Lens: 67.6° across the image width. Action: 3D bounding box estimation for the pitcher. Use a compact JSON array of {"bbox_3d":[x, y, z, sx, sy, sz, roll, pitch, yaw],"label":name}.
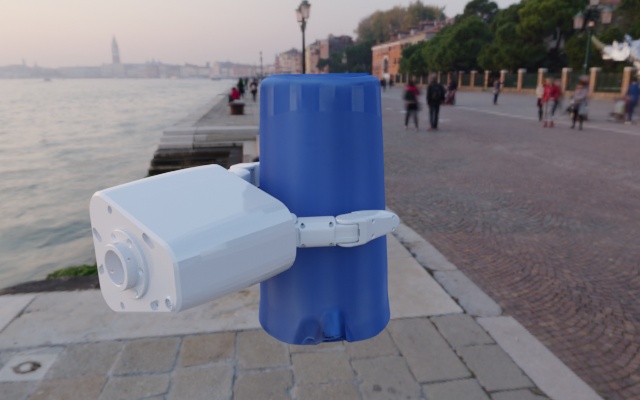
[{"bbox_3d":[0.000,0.002,0.467,0.149,0.243,0.145,12,19,39],"label":"pitcher"}]
